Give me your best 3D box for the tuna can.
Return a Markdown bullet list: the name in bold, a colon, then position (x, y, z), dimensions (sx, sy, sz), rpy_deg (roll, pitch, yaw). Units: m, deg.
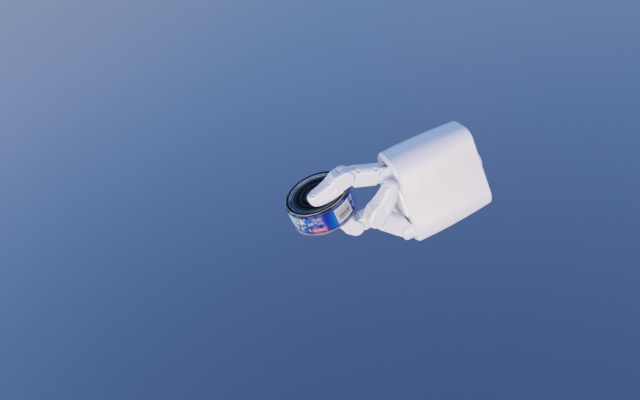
- **tuna can**: position (0.000, 0.002, 0.593), dimensions (0.086, 0.034, 0.086), rpy_deg (-16, 37, 13)
